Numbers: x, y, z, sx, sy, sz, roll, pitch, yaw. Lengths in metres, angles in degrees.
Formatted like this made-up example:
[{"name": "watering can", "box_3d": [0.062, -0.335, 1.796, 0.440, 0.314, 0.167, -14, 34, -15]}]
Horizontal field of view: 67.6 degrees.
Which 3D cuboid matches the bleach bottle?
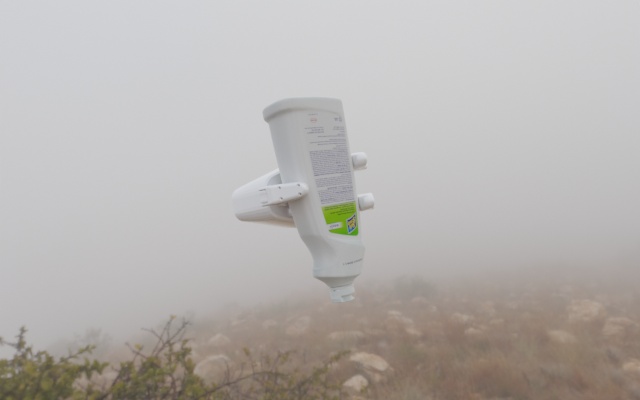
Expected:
[{"name": "bleach bottle", "box_3d": [0.000, 0.002, 0.592, 0.102, 0.251, 0.068, -9, -2, -36]}]
